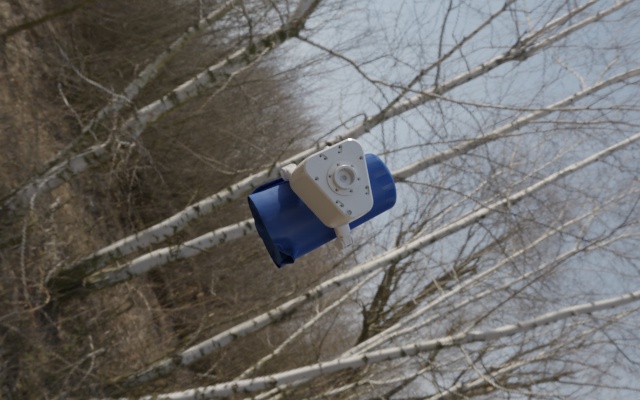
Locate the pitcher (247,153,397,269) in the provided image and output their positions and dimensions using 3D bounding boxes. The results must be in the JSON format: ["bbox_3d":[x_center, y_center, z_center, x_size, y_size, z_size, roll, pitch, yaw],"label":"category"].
[{"bbox_3d":[0.000,0.003,0.836,0.243,0.149,0.145,-24,-2,-14],"label":"pitcher"}]
